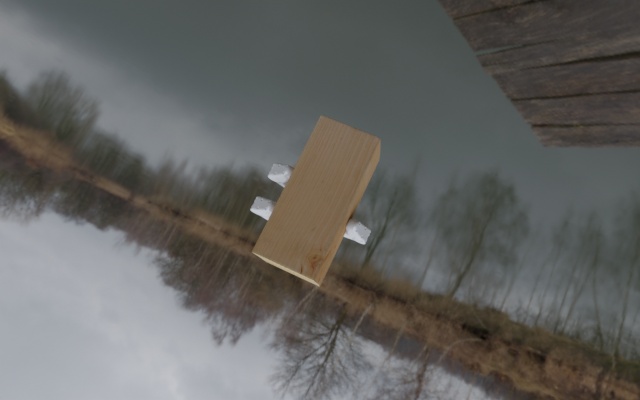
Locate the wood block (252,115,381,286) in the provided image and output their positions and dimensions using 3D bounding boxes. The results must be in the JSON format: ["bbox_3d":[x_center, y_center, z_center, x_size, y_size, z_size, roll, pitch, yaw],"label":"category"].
[{"bbox_3d":[0.000,0.002,0.657,0.091,0.206,0.090,23,-12,11],"label":"wood block"}]
